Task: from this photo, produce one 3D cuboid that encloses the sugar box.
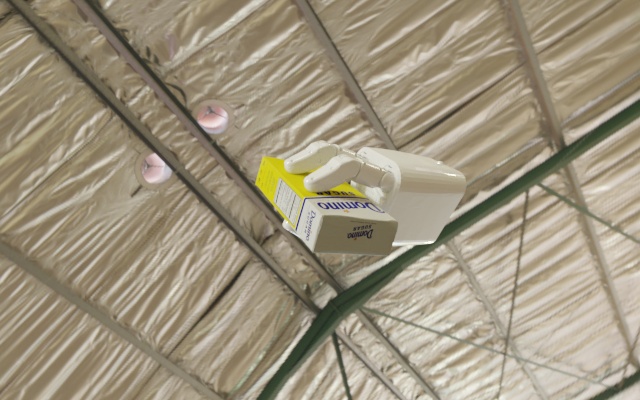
[{"bbox_3d":[0.000,0.001,0.531,0.093,0.048,0.176,6,17,-30],"label":"sugar box"}]
